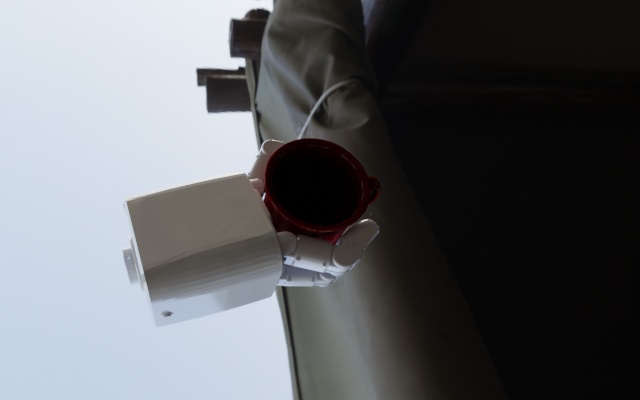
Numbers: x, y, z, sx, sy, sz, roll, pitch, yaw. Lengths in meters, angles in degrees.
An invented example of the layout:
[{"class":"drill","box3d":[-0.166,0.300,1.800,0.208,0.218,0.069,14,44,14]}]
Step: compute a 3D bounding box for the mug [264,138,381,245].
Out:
[{"class":"mug","box3d":[0.001,0.001,0.444,0.117,0.093,0.081,-12,-25,-22]}]
